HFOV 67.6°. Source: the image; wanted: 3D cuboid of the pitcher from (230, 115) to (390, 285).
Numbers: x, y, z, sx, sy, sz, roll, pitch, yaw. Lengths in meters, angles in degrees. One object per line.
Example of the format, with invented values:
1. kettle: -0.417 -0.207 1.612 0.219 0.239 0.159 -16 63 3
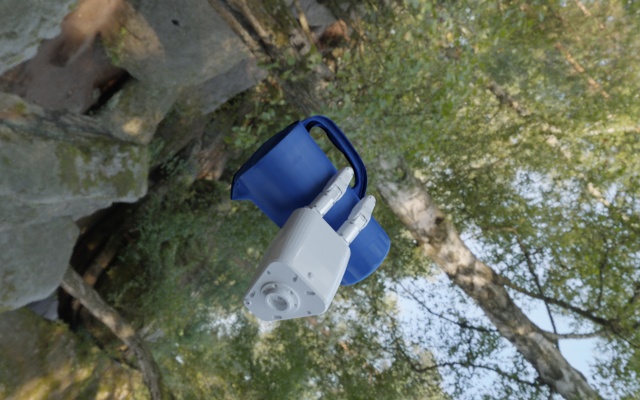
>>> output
1. pitcher: 0.000 0.002 0.718 0.149 0.243 0.145 -33 17 31
